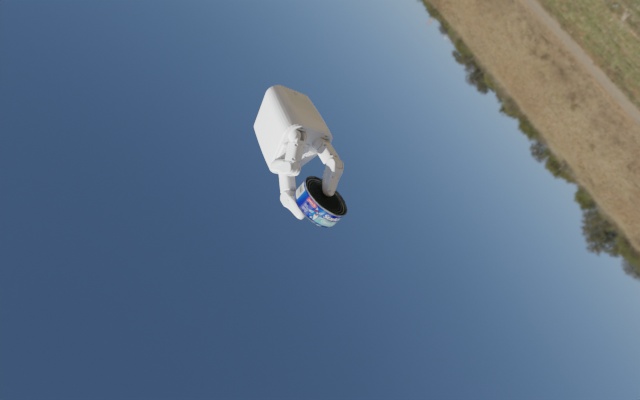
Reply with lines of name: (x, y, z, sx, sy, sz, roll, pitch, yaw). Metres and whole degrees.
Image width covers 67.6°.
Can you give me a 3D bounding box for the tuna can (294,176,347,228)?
tuna can: (0.000, 0.003, 0.773, 0.034, 0.086, 0.086, -47, -25, 25)
